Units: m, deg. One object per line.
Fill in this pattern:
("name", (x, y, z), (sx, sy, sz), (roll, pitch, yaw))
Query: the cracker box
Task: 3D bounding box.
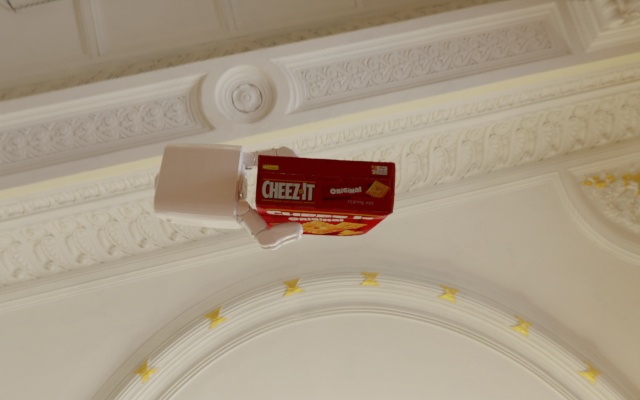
("cracker box", (0.000, 0.002, 0.655), (0.164, 0.072, 0.214), (3, -10, -3))
